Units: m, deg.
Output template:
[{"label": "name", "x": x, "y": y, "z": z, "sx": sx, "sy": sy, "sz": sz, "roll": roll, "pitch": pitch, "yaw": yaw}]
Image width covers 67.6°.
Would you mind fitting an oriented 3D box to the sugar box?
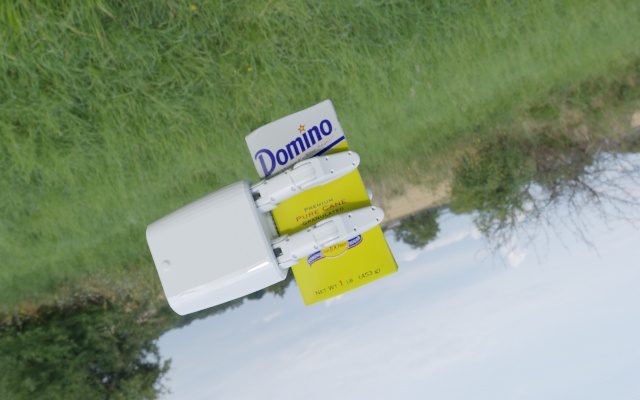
[{"label": "sugar box", "x": 0.000, "y": 0.002, "z": 0.459, "sx": 0.093, "sy": 0.176, "sz": 0.048, "roll": -23, "pitch": -8, "yaw": 5}]
